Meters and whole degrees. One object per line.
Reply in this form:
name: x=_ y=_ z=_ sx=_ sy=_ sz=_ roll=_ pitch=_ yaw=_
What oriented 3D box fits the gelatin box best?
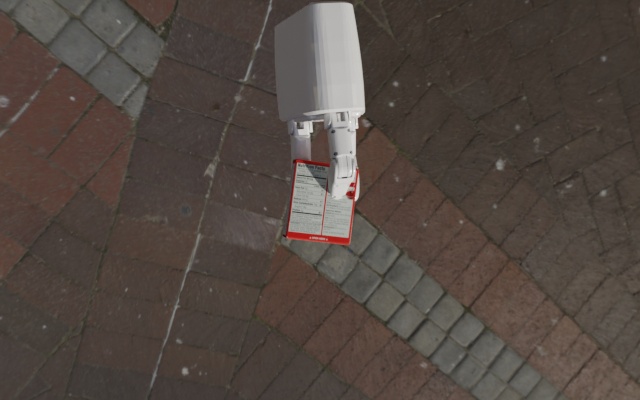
gelatin box: x=0.000 y=0.002 z=0.536 sx=0.073 sy=0.089 sz=0.030 roll=7 pitch=0 yaw=-13
